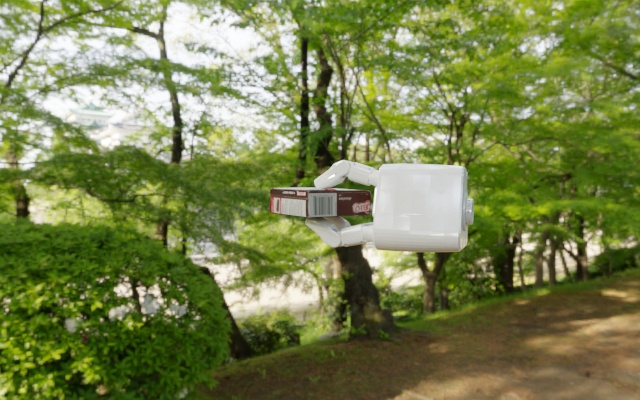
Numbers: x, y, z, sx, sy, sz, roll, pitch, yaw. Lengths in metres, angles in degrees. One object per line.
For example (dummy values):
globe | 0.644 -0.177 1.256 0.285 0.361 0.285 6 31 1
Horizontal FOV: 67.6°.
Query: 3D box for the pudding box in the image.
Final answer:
pudding box | 0.000 0.002 0.658 0.113 0.039 0.090 1 1 -39
